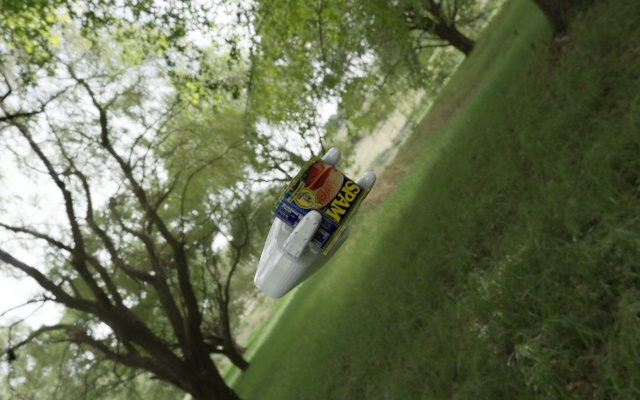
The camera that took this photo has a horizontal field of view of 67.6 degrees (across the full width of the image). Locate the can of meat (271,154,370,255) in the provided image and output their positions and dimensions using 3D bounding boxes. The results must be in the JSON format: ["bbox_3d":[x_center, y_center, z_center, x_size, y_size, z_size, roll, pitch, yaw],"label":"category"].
[{"bbox_3d":[0.000,0.002,0.588,0.084,0.102,0.057,35,-42,2],"label":"can of meat"}]
